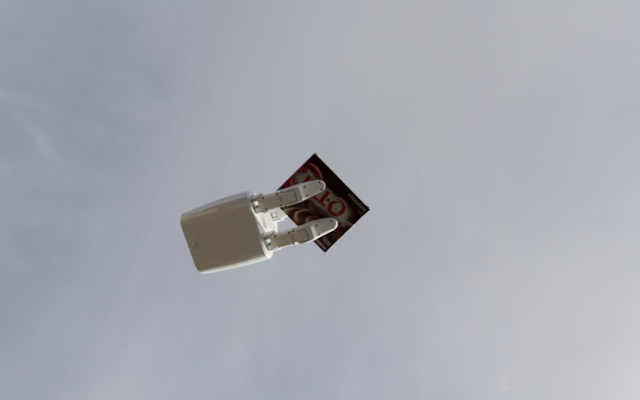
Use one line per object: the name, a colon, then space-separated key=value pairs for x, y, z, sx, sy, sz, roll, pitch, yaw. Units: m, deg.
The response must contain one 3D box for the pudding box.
pudding box: x=0.000 y=0.002 z=0.677 sx=0.090 sy=0.113 sz=0.039 roll=-45 pitch=4 yaw=9
